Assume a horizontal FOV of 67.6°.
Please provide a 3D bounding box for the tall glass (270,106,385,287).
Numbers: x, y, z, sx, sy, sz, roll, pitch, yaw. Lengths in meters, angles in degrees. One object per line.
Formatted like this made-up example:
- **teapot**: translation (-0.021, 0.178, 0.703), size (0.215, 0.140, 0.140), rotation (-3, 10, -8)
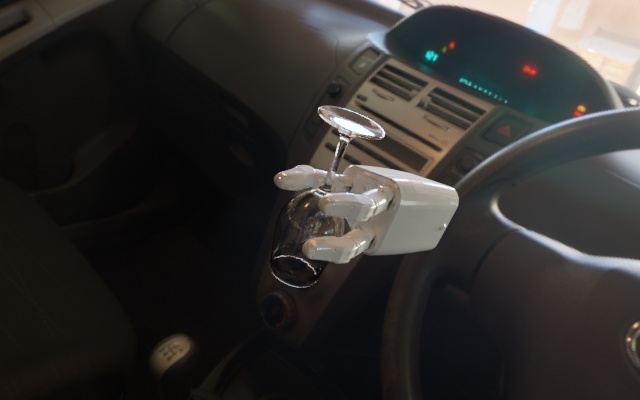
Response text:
- **tall glass**: translation (0.000, 0.001, 0.535), size (0.079, 0.201, 0.079), rotation (17, 26, -9)
